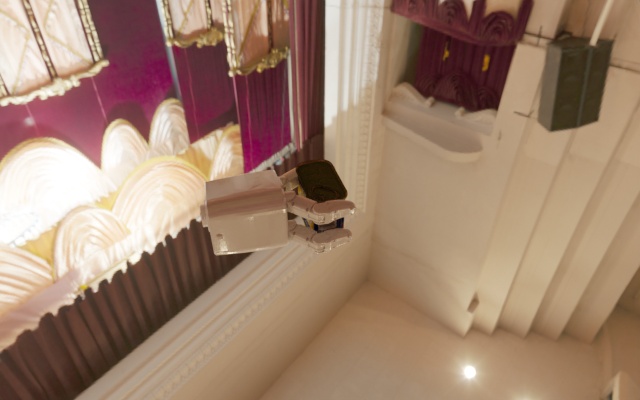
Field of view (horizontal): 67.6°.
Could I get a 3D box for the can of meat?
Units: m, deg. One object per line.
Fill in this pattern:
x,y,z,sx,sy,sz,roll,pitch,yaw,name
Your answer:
0.000,0.002,0.709,0.057,0.084,0.102,-11,42,-14,can of meat
